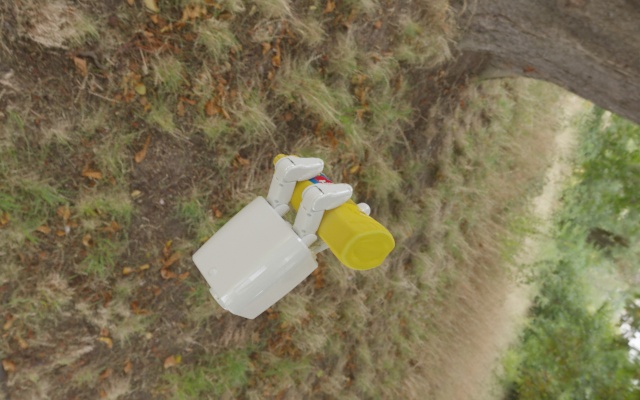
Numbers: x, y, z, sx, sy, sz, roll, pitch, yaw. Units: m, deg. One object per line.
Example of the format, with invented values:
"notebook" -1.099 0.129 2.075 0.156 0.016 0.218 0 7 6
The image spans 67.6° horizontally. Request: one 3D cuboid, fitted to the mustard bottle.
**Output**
"mustard bottle" 0.000 0.002 0.580 0.191 0.058 0.096 45 16 34
